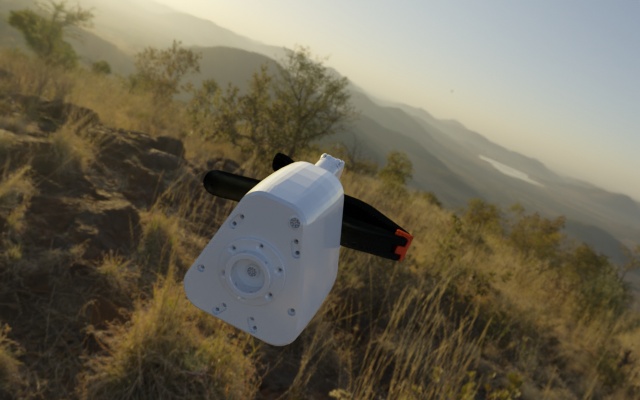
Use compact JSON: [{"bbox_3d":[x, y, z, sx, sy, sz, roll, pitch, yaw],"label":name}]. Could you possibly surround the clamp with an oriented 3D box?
[{"bbox_3d":[0.001,0.001,0.520,0.210,0.036,0.164,24,21,8],"label":"clamp"}]
